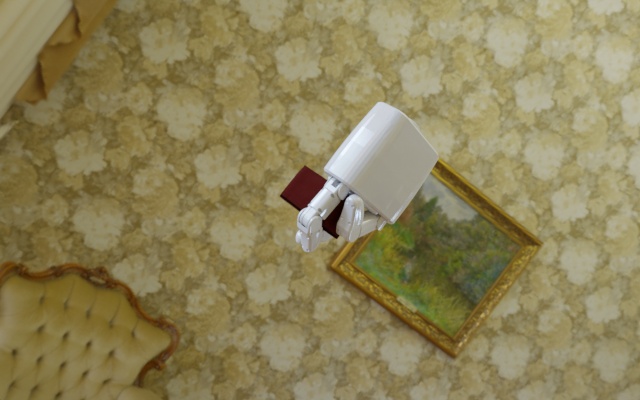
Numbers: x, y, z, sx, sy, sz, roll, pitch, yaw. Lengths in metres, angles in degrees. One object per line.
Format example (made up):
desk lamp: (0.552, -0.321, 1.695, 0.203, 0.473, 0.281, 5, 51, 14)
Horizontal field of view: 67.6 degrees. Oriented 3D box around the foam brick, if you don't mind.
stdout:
foam brick: (0.000, 0.002, 0.599, 0.078, 0.051, 0.053, 36, -2, 33)
